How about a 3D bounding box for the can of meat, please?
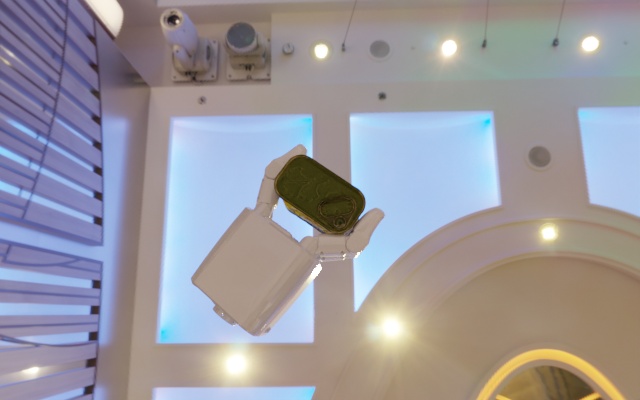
[{"bbox_3d":[0.000,0.002,0.563,0.102,0.057,0.084,34,-11,9],"label":"can of meat"}]
